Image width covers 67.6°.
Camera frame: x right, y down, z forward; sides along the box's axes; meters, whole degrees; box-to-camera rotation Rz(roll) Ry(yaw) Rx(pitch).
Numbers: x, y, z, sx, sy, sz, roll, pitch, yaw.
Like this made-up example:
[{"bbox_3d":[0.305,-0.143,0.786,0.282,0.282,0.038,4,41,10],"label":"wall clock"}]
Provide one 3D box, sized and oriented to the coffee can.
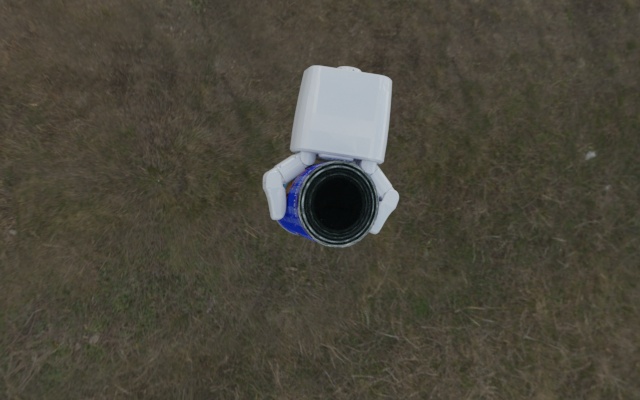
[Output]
[{"bbox_3d":[0.000,0.002,0.622,0.103,0.103,0.140,0,2,-19],"label":"coffee can"}]
